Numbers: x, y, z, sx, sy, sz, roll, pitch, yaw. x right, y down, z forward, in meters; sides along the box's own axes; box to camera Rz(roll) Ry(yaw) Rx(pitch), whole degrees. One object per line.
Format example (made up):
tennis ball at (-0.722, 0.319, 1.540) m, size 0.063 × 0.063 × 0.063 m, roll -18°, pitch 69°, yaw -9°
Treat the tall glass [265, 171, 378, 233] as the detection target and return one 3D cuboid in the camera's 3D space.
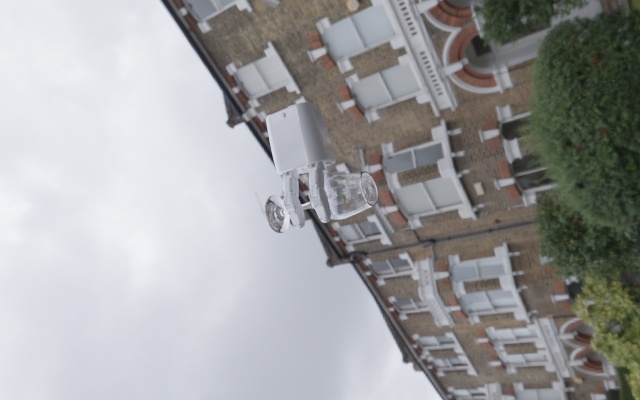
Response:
tall glass at (0.000, 0.003, 0.859) m, size 0.201 × 0.079 × 0.079 m, roll -15°, pitch -8°, yaw 30°
